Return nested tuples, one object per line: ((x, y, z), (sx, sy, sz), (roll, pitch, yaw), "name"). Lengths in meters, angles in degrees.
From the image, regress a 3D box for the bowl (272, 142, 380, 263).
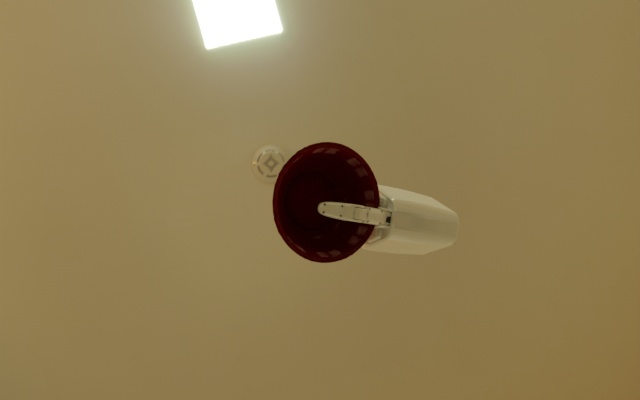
((-0.001, 0.002, 0.658), (0.162, 0.162, 0.055), (0, 2, -27), "bowl")
